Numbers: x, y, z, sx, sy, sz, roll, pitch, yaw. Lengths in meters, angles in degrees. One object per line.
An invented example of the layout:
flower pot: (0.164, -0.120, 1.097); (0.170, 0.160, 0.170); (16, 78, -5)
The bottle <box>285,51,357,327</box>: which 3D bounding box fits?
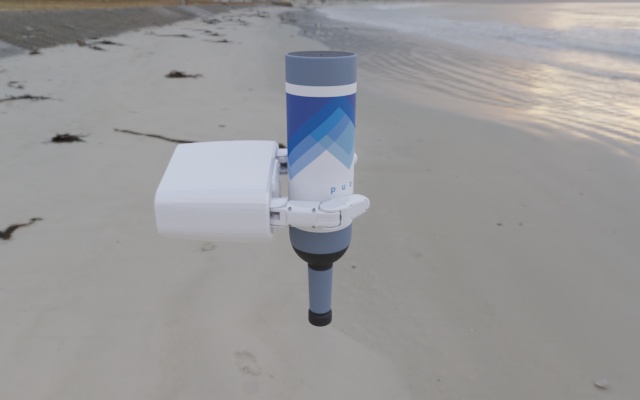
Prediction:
bottle: (0.000, 0.001, 0.494); (0.069, 0.296, 0.069); (0, 22, 0)
